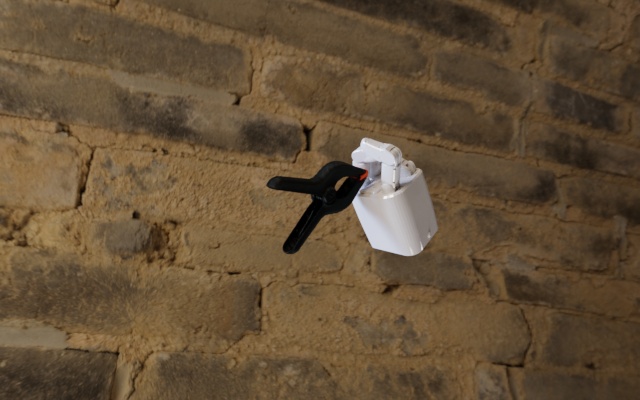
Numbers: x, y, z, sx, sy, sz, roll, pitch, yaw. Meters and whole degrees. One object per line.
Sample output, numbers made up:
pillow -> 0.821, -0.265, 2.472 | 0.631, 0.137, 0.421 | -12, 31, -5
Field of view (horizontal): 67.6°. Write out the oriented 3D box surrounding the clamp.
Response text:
clamp -> 0.000, 0.002, 0.687 | 0.171, 0.120, 0.039 | -20, 36, -33
